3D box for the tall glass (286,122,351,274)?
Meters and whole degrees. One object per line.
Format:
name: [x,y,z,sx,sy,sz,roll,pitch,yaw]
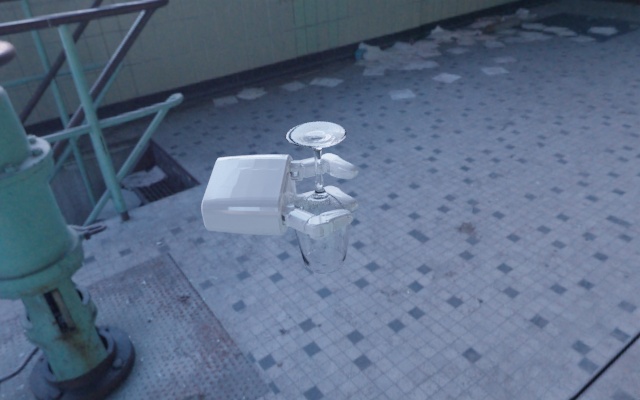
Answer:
tall glass: [0.000,0.002,0.639,0.079,0.201,0.079,-3,32,2]
